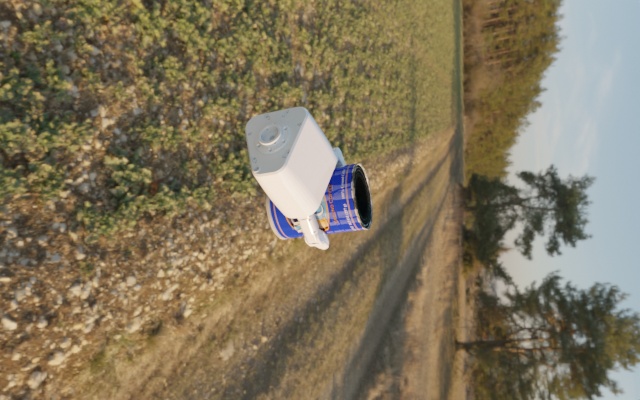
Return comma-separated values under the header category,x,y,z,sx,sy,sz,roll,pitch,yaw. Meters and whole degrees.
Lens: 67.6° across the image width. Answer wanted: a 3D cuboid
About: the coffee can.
category,x,y,z,sx,sy,sz,roll,pitch,yaw
coffee can,0.000,0.003,0.741,0.140,0.103,0.103,-8,-3,20
